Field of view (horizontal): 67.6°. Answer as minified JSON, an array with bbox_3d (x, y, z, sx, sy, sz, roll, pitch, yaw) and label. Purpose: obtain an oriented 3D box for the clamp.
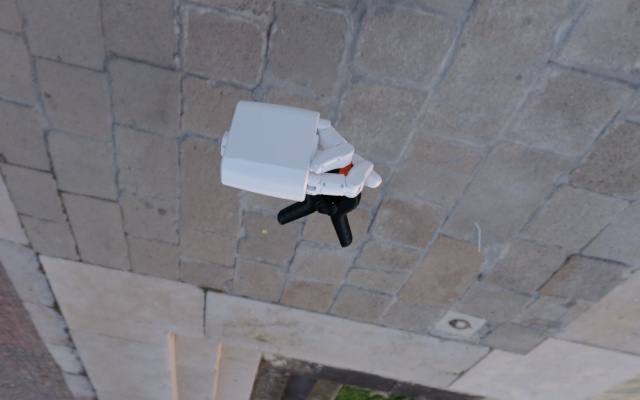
[{"bbox_3d":[0.000,0.003,0.682,0.120,0.039,0.172,10,-42,-1],"label":"clamp"}]
